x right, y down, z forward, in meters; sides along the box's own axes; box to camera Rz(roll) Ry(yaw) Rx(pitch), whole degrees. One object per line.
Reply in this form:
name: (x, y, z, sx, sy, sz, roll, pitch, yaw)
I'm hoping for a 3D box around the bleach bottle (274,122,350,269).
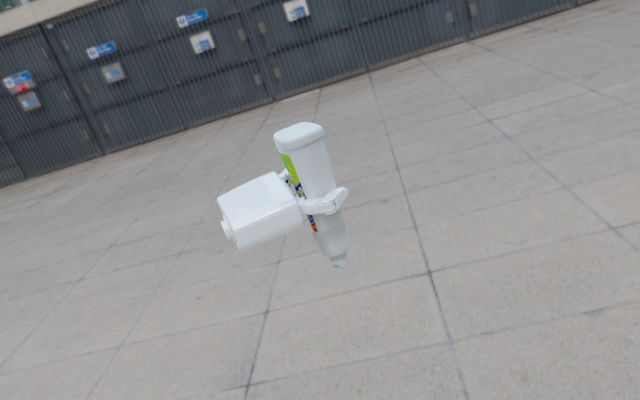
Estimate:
bleach bottle: (0.000, 0.002, 0.777, 0.068, 0.251, 0.102, -24, 21, -13)
